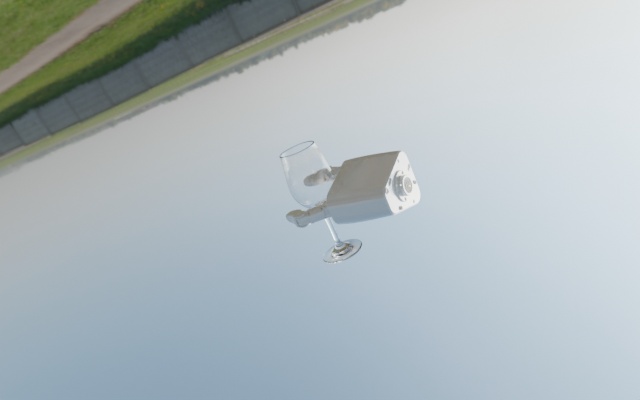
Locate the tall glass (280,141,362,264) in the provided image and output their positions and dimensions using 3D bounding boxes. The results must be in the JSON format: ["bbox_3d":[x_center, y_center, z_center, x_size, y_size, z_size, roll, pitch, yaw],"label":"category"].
[{"bbox_3d":[0.000,0.003,0.805,0.079,0.201,0.079,-22,18,8],"label":"tall glass"}]
